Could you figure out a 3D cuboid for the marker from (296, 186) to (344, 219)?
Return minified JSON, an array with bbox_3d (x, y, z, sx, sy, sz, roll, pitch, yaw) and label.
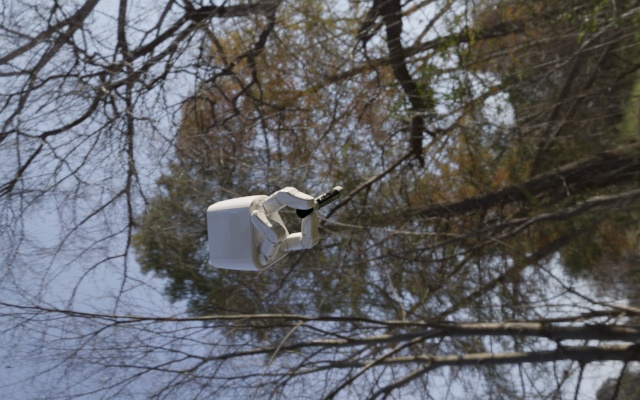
[{"bbox_3d":[0.000,0.002,0.754,0.020,0.020,0.121,0,17,34],"label":"marker"}]
